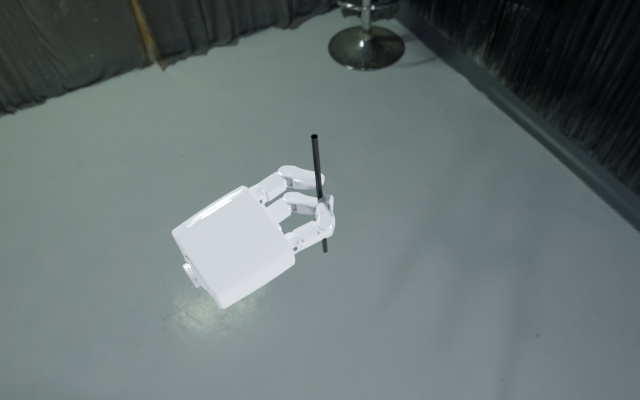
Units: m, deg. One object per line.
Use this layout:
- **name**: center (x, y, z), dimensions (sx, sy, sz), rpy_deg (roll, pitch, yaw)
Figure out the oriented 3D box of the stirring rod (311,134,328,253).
- **stirring rod**: center (0.000, 0.002, 0.636), dimensions (0.011, 0.011, 0.240), rpy_deg (0, -38, 4)
